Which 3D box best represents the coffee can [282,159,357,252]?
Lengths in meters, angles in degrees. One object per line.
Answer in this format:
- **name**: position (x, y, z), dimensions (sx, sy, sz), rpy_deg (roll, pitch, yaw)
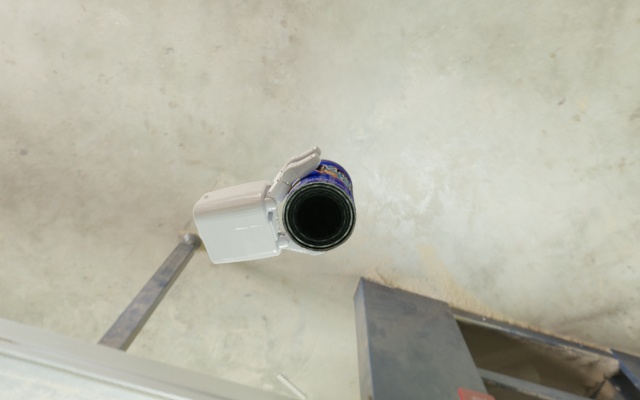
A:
- **coffee can**: position (0.000, 0.002, 0.715), dimensions (0.103, 0.103, 0.140), rpy_deg (0, 17, 2)
